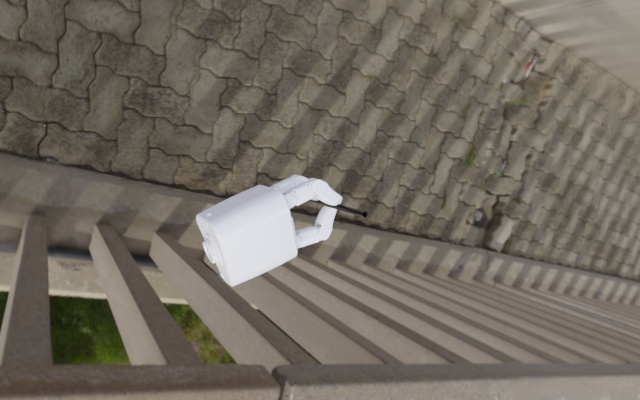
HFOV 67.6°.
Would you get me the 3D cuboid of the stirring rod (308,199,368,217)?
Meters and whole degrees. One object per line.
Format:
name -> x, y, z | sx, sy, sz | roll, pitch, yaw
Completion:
stirring rod -> 0.000, 0.002, 0.740 | 0.011, 0.011, 0.239 | 0, 8, -30
